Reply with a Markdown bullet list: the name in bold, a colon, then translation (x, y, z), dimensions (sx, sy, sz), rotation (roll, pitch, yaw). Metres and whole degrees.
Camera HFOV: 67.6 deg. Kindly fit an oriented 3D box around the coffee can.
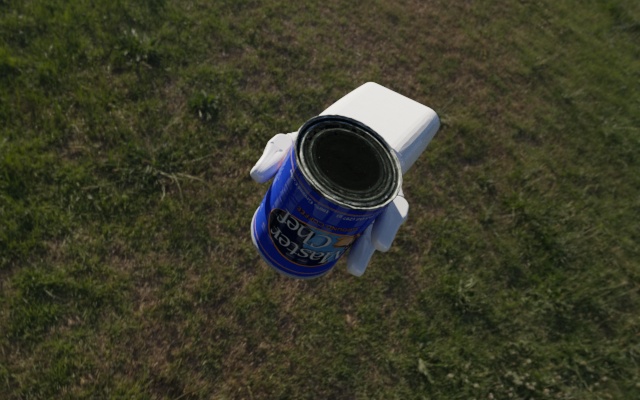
- **coffee can**: translation (0.000, 0.002, 0.463), dimensions (0.103, 0.102, 0.140), rotation (0, -32, -26)
